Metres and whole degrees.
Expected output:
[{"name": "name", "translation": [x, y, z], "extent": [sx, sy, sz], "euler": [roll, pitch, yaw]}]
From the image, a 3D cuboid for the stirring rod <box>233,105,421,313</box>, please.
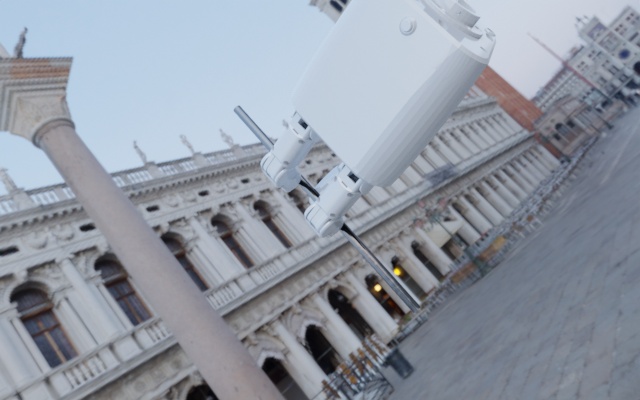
[{"name": "stirring rod", "translation": [0.000, 0.001, 0.414], "extent": [0.011, 0.239, 0.011], "euler": [-39, -15, -12]}]
